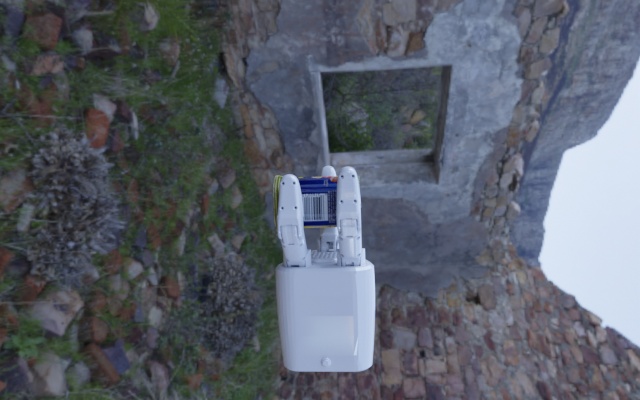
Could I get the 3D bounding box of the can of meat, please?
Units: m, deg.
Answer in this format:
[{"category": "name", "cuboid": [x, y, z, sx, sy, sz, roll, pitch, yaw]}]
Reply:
[{"category": "can of meat", "cuboid": [0.000, 0.002, 0.506, 0.084, 0.057, 0.102, -1, 1, 5]}]
